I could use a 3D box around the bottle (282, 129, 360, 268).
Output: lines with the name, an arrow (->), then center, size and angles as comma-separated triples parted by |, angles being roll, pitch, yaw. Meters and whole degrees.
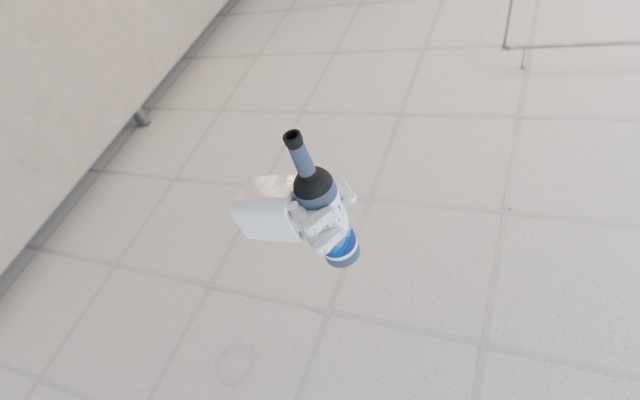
bottle -> 0.000, 0.003, 0.775 | 0.069, 0.069, 0.296 | 0, -40, 21
